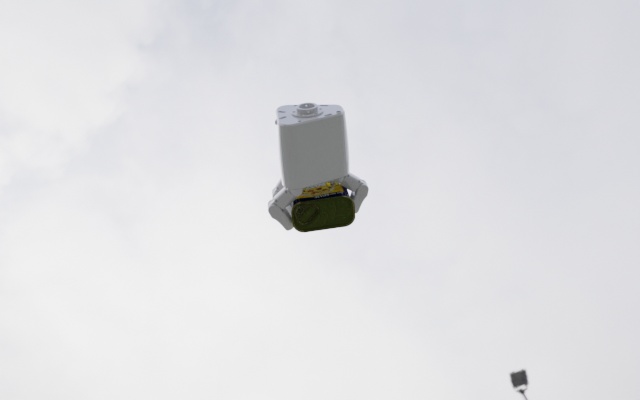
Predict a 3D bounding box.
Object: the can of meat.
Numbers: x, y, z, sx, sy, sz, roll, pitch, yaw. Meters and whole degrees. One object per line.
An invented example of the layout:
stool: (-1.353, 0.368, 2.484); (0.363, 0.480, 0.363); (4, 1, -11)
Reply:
can of meat: (0.000, 0.002, 0.793); (0.102, 0.057, 0.084); (-8, 31, -3)
